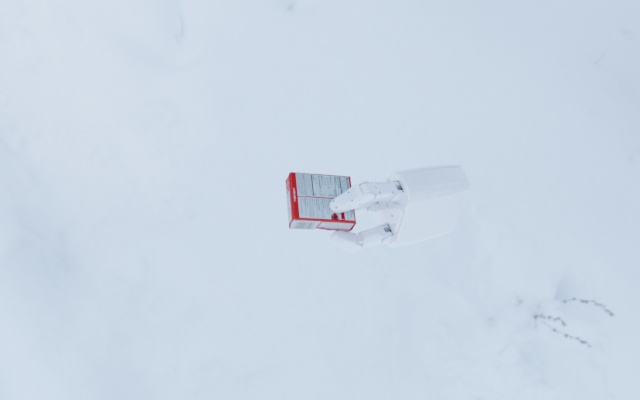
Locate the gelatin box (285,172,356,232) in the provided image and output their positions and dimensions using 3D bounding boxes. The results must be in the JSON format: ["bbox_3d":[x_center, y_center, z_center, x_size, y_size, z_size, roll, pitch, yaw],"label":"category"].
[{"bbox_3d":[0.000,0.002,0.640,0.089,0.073,0.030,4,-30,-18],"label":"gelatin box"}]
